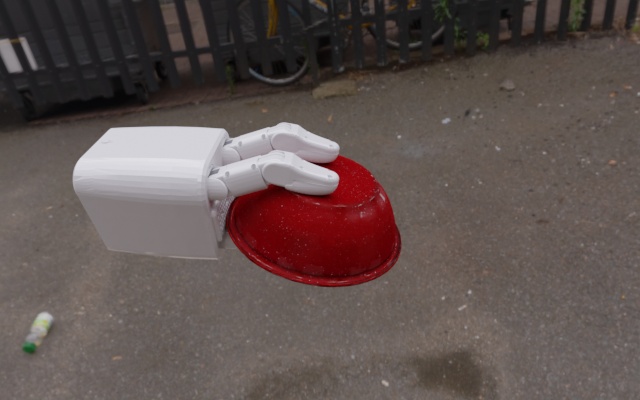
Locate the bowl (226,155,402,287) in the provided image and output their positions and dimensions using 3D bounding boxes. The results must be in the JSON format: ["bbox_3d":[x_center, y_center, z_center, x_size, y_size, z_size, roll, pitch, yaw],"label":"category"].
[{"bbox_3d":[0.001,0.001,0.423,0.162,0.055,0.162,9,32,-6],"label":"bowl"}]
